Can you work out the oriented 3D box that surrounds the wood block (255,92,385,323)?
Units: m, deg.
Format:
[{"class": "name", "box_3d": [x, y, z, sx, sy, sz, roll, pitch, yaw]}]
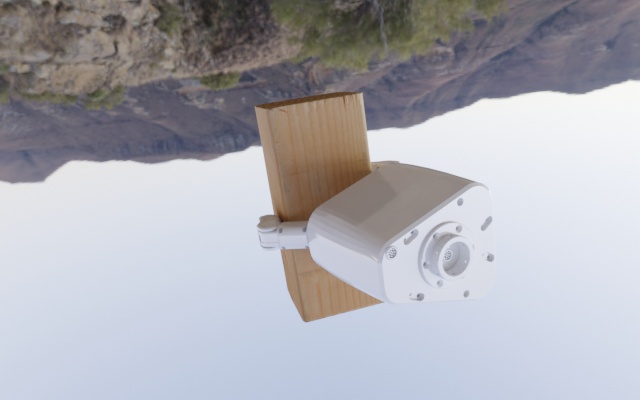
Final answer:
[{"class": "wood block", "box_3d": [0.000, 0.002, 0.480, 0.091, 0.206, 0.090, -12, 15, -12]}]
